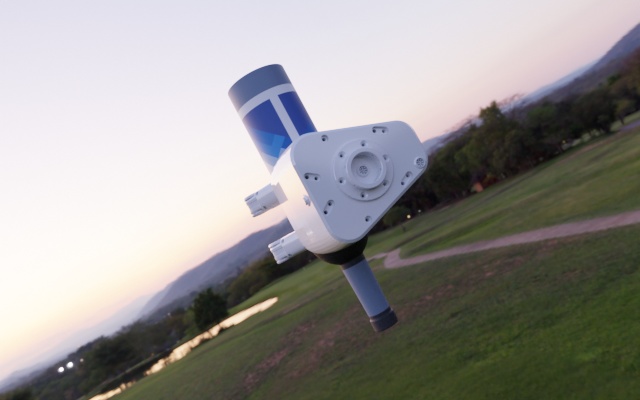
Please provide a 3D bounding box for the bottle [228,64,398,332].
[{"bbox_3d":[0.000,0.001,0.505,0.069,0.295,0.069,-28,-2,-1],"label":"bottle"}]
